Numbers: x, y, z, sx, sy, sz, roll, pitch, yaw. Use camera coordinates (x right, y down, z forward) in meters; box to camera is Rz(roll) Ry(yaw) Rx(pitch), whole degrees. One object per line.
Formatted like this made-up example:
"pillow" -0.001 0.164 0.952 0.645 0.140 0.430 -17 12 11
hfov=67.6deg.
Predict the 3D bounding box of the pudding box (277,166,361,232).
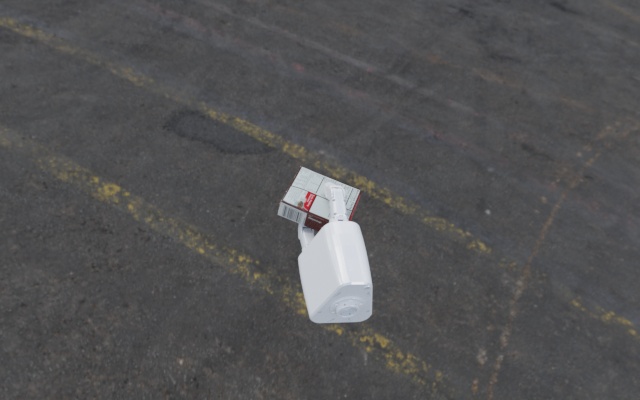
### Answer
"pudding box" 0.000 0.002 0.767 0.113 0.090 0.039 23 -42 3
